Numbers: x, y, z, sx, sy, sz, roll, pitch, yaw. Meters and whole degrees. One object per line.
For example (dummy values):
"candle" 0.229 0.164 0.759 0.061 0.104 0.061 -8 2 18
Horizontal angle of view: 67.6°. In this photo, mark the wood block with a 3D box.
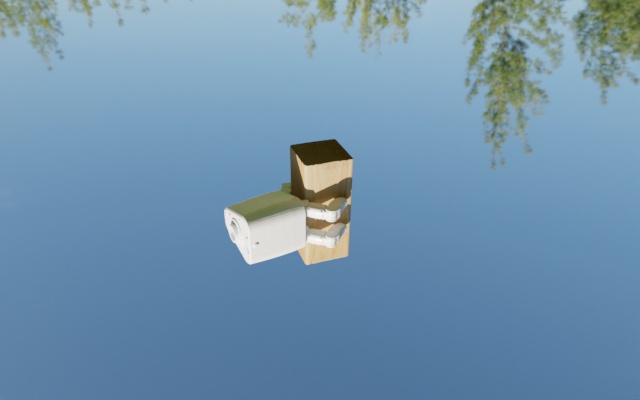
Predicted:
"wood block" 0.000 0.003 0.879 0.090 0.206 0.090 -10 33 -18
